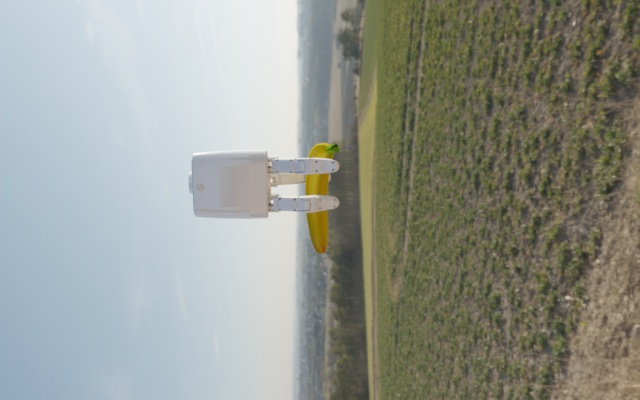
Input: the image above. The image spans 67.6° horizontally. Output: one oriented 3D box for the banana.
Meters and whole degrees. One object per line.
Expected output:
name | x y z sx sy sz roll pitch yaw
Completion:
banana | -0.003 -0.011 0.736 0.037 0.198 0.069 -3 35 -10
